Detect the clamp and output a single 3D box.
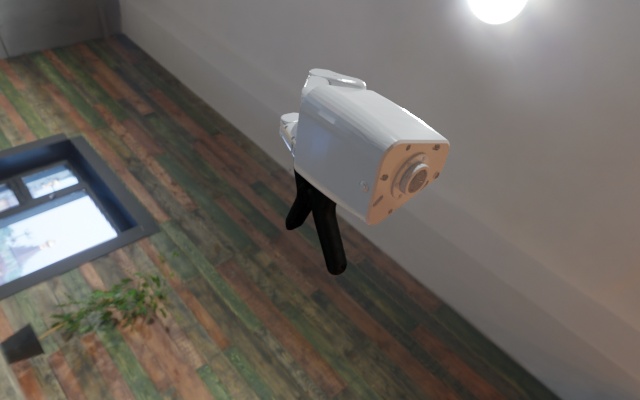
[{"bbox_3d":[0.001,0.001,0.554,0.039,0.172,0.120,-24,49,-31],"label":"clamp"}]
